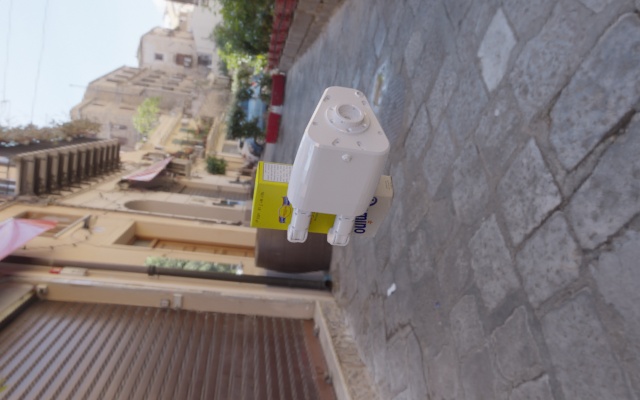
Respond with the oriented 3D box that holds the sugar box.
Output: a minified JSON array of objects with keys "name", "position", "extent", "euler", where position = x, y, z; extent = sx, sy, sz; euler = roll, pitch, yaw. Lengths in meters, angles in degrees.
[{"name":"sugar box","position":[0.000,0.002,0.633],"extent":[0.176,0.048,0.093],"euler":[7,-40,-9]}]
